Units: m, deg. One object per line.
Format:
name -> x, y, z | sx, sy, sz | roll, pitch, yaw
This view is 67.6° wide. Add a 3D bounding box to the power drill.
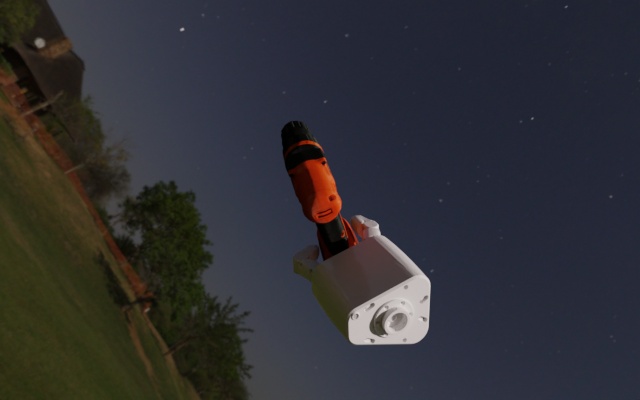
power drill -> 0.000, 0.003, 0.648 | 0.057, 0.188, 0.184 | -21, 43, 3
